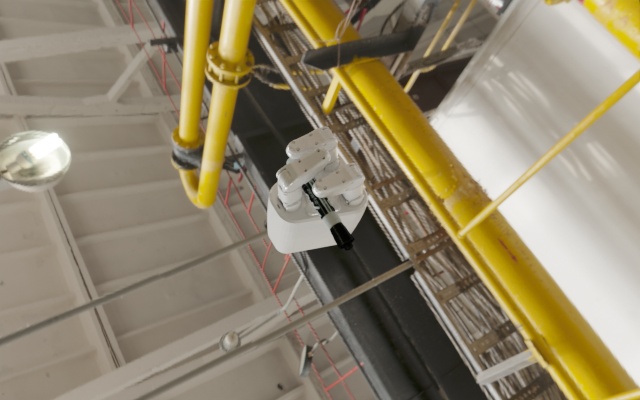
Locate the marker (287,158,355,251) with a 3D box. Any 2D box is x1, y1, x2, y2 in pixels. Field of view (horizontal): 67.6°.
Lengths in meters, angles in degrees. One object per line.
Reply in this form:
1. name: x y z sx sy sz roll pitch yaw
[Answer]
1. marker: 0.000 0.002 0.511 0.020 0.121 0.020 -28 -21 -12
